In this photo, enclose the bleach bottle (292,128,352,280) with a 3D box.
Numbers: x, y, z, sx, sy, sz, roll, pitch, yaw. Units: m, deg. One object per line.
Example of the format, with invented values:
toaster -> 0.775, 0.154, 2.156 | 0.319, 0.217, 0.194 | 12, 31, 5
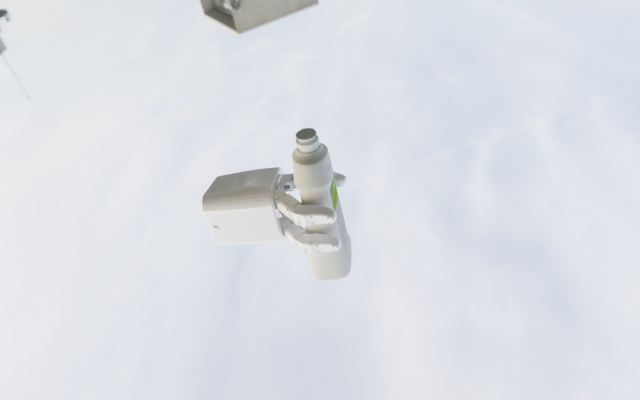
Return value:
bleach bottle -> 0.000, 0.002, 0.705 | 0.068, 0.251, 0.102 | -6, 40, 6
